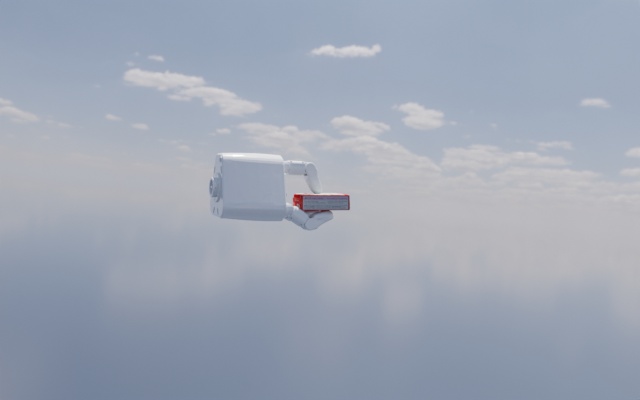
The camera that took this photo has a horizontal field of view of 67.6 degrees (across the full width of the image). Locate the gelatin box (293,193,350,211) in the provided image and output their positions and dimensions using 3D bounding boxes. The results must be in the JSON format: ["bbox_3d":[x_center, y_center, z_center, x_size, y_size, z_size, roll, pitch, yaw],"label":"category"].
[{"bbox_3d":[0.000,0.002,0.849,0.089,0.030,0.073,-1,3,-13],"label":"gelatin box"}]
